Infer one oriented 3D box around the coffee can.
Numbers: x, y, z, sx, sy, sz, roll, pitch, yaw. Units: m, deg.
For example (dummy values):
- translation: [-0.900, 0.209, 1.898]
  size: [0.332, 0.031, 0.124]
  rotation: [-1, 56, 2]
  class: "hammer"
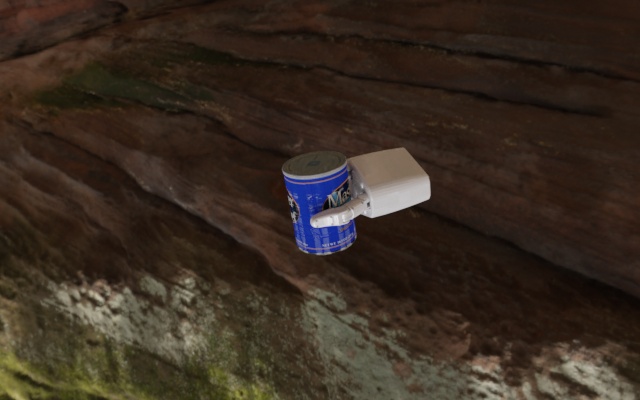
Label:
- translation: [0.000, 0.002, 0.777]
  size: [0.103, 0.140, 0.102]
  rotation: [-7, 25, 4]
  class: "coffee can"
